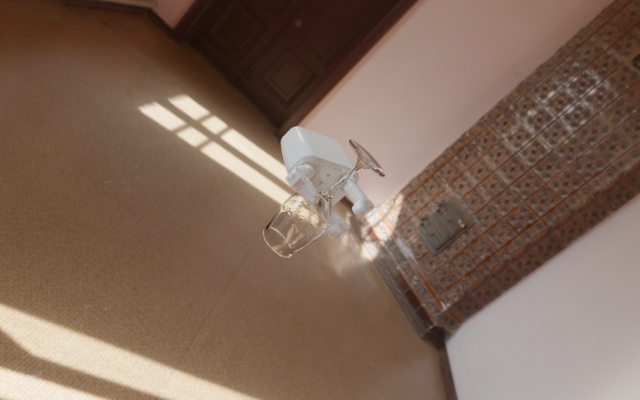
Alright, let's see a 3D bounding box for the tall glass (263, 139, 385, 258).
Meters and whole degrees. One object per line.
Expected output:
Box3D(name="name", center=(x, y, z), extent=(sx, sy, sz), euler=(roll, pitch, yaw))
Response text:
Box3D(name="tall glass", center=(0.001, 0.002, 0.728), extent=(0.201, 0.079, 0.079), euler=(-44, -17, 18))
